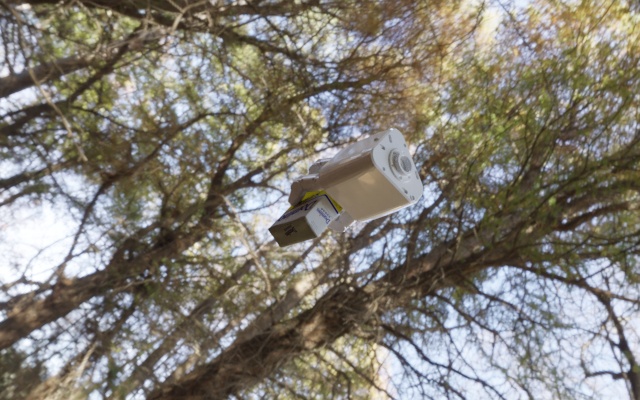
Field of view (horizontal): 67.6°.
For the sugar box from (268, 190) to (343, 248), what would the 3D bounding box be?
[{"bbox_3d":[0.000,0.002,0.783,0.093,0.048,0.176,-20,17,44],"label":"sugar box"}]
